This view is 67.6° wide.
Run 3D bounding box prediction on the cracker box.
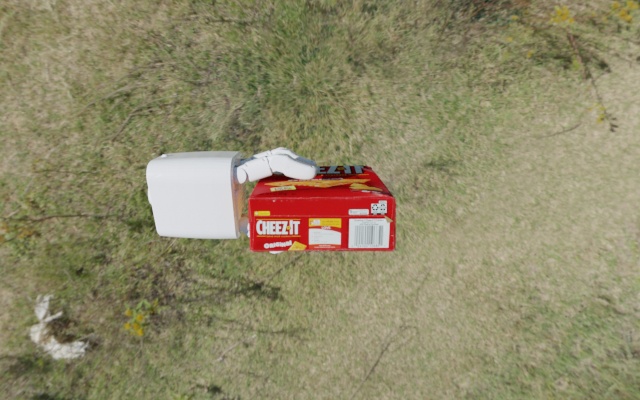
[{"bbox_3d":[0.000,0.002,0.623,0.164,0.072,0.213,0,13,-1],"label":"cracker box"}]
